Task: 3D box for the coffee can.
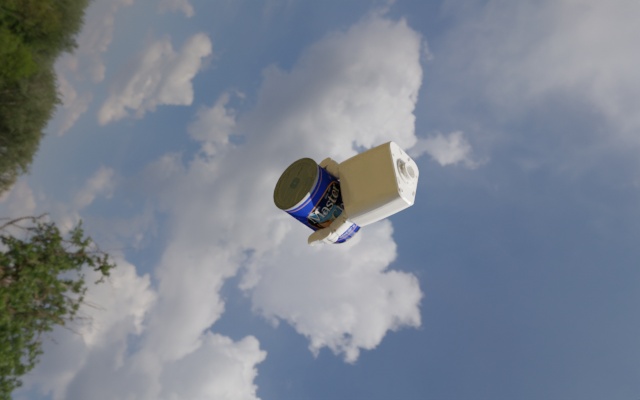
[{"bbox_3d":[0.000,0.003,0.858,0.103,0.102,0.140,0,-29,47],"label":"coffee can"}]
